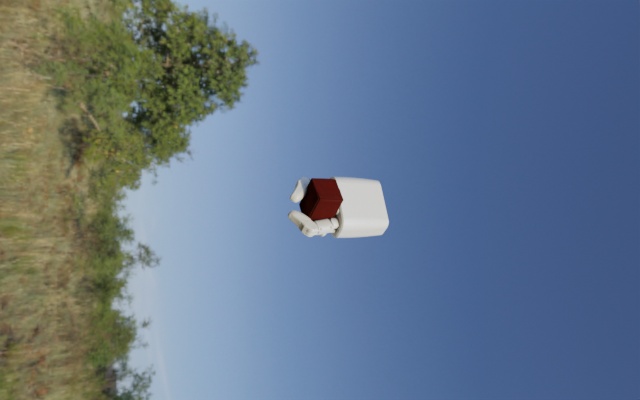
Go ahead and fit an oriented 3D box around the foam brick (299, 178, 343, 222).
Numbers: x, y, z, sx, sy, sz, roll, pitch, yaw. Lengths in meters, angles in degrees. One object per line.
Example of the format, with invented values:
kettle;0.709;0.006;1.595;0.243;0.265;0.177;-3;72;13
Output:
foam brick;0.000;0.003;0.885;0.051;0.053;0.078;1;-40;-25
